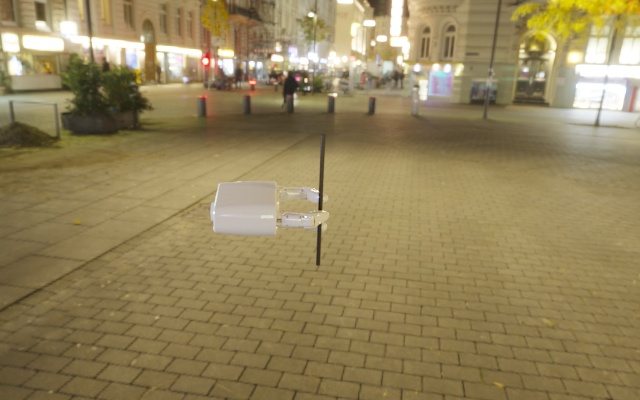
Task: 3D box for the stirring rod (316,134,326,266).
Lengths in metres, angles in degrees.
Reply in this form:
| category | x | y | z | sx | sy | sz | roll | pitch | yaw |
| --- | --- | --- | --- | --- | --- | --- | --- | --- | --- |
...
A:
| category | x | y | z | sx | sy | sz | roll | pitch | yaw |
| --- | --- | --- | --- | --- | --- | --- | --- | --- | --- |
| stirring rod | 0.000 | 0.003 | 0.849 | 0.011 | 0.239 | 0.011 | 2 | 15 | -1 |
